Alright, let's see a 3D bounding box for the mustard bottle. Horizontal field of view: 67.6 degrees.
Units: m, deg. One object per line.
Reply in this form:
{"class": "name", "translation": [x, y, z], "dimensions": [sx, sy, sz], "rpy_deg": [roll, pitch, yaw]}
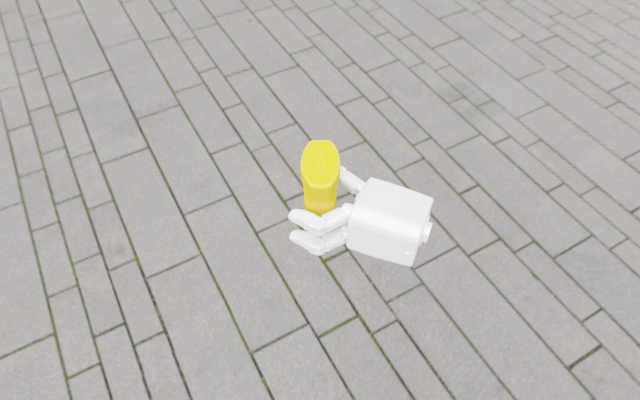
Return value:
{"class": "mustard bottle", "translation": [0.000, 0.002, 0.753], "dimensions": [0.058, 0.096, 0.192], "rpy_deg": [-1, -38, -1]}
